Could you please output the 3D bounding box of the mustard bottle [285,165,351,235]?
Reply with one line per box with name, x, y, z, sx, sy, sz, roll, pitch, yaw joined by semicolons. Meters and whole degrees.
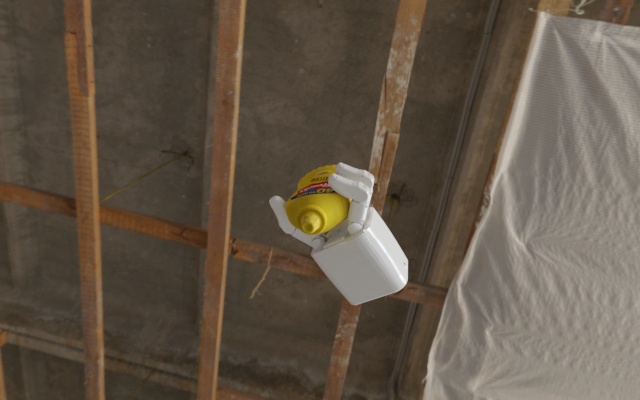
mustard bottle;0.000;0.002;0.700;0.096;0.058;0.191;-8;19;13
